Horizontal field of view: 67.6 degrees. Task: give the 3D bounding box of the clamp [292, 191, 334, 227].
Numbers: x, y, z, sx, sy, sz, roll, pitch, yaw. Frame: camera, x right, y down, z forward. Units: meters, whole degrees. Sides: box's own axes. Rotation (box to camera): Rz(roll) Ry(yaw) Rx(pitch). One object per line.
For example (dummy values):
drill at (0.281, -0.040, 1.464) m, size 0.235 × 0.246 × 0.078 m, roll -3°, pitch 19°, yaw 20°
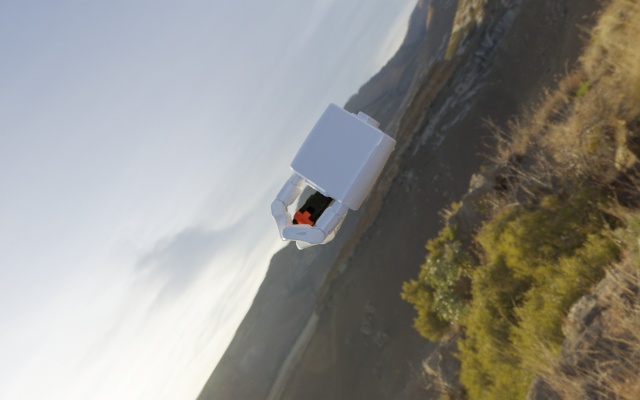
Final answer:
clamp at (0.000, 0.002, 0.732) m, size 0.039 × 0.120 × 0.171 m, roll 33°, pitch 8°, yaw 1°
